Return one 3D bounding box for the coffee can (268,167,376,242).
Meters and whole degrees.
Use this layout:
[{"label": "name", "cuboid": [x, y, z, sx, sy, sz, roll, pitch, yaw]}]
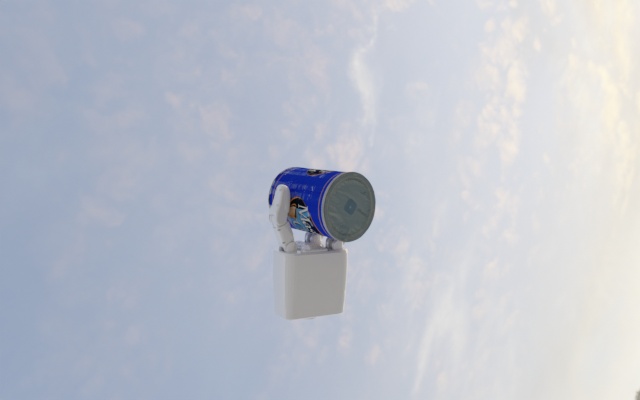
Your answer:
[{"label": "coffee can", "cuboid": [0.000, 0.002, 0.740, 0.103, 0.103, 0.140, 0, 6, -40]}]
